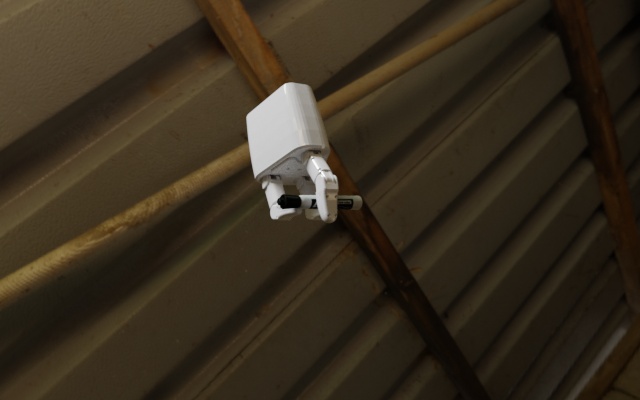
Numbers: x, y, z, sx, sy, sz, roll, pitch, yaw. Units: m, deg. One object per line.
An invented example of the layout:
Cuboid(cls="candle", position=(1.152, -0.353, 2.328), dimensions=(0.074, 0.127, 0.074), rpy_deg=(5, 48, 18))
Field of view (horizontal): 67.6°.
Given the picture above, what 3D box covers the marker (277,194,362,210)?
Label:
Cuboid(cls="marker", position=(0.000, 0.002, 0.609), dimensions=(0.121, 0.020, 0.020), rpy_deg=(1, -1, -32))
